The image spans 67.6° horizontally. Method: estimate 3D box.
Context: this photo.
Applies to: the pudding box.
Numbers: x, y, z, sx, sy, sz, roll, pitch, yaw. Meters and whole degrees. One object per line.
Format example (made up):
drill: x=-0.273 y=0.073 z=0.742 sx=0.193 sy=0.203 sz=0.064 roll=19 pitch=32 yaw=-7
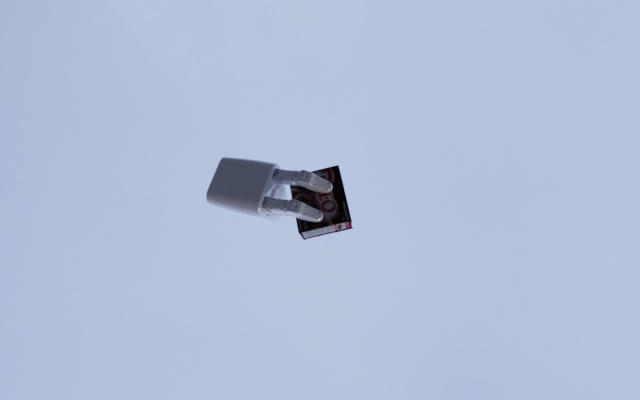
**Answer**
pudding box: x=0.000 y=0.003 z=0.808 sx=0.090 sy=0.113 sz=0.039 roll=-14 pitch=-26 yaw=3
